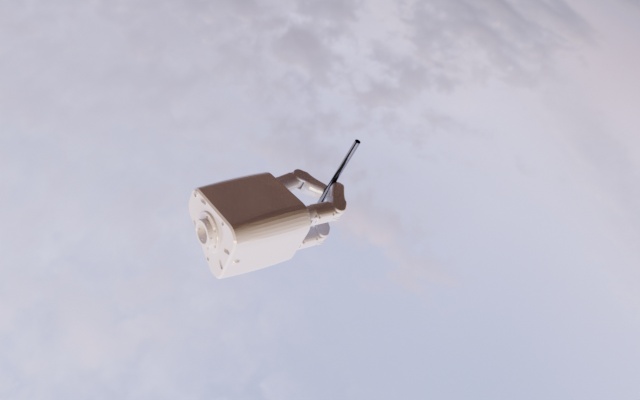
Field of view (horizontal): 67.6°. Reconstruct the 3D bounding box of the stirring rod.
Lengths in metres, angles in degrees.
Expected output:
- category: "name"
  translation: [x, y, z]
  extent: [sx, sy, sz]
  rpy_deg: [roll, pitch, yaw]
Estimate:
- category: "stirring rod"
  translation: [0.000, 0.002, 0.678]
  extent: [0.011, 0.011, 0.240]
  rpy_deg: [0, -39, -30]
